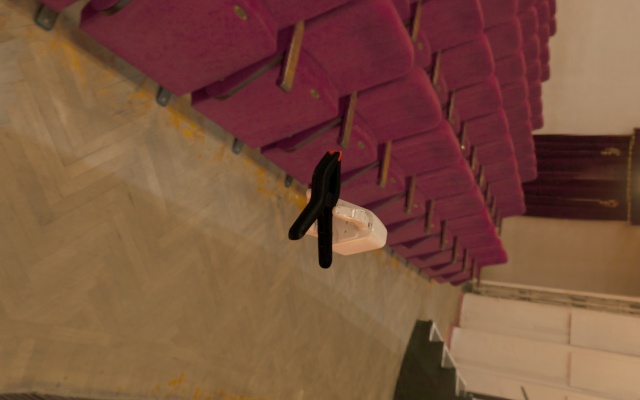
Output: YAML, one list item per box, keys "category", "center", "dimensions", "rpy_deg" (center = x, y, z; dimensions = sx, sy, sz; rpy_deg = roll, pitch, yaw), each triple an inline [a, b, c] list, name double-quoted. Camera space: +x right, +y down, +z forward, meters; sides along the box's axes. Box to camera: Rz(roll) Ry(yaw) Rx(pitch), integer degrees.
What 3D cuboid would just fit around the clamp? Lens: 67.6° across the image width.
- category: "clamp"
  center: [0.001, 0.002, 0.834]
  dimensions: [0.036, 0.210, 0.165]
  rpy_deg: [5, -16, 22]
